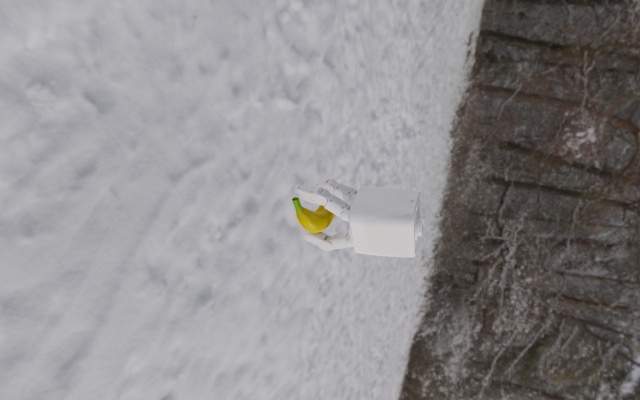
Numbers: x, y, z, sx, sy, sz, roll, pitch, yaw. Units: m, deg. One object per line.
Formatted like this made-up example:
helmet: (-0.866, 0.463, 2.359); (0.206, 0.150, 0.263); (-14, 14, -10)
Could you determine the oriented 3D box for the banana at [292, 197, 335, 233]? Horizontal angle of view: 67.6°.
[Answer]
banana: (-0.001, 0.022, 0.879); (0.037, 0.069, 0.198); (2, 5, 18)
